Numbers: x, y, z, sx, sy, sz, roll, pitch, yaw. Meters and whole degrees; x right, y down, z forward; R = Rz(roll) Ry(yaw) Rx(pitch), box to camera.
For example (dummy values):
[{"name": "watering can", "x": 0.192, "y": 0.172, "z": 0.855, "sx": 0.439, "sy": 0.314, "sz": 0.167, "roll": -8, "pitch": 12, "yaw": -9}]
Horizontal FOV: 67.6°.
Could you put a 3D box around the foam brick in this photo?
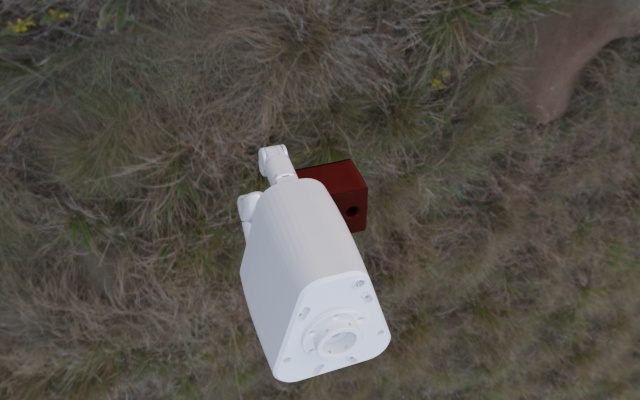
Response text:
[{"name": "foam brick", "x": 0.000, "y": 0.001, "z": 0.445, "sx": 0.078, "sy": 0.053, "sz": 0.051, "roll": -12, "pitch": 38, "yaw": -14}]
